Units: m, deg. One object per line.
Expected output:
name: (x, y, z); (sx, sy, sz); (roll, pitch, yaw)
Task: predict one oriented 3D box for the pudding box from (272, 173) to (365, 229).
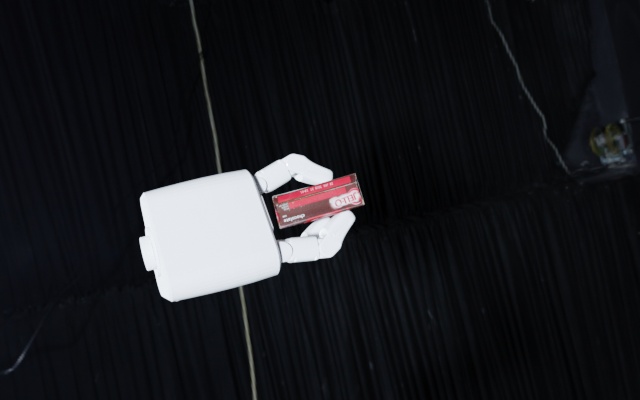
pudding box: (0.000, 0.002, 0.532); (0.090, 0.039, 0.113); (-15, 0, 3)
